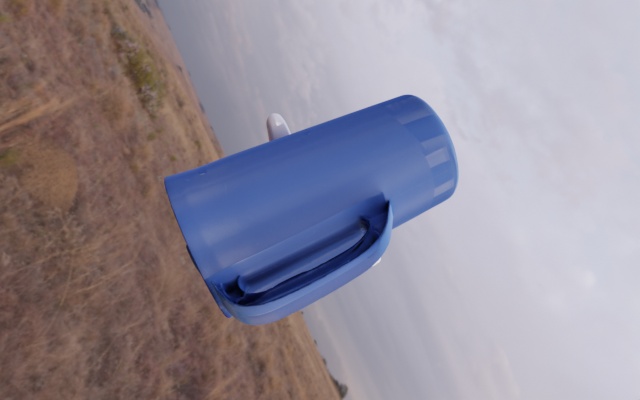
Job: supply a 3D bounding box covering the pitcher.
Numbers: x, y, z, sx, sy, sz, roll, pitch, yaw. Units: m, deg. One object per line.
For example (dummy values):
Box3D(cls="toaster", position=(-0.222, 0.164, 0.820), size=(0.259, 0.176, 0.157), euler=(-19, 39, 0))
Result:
Box3D(cls="pitcher", position=(0.000, 0.001, 0.426), size=(0.243, 0.149, 0.145), euler=(-24, -8, -9))
